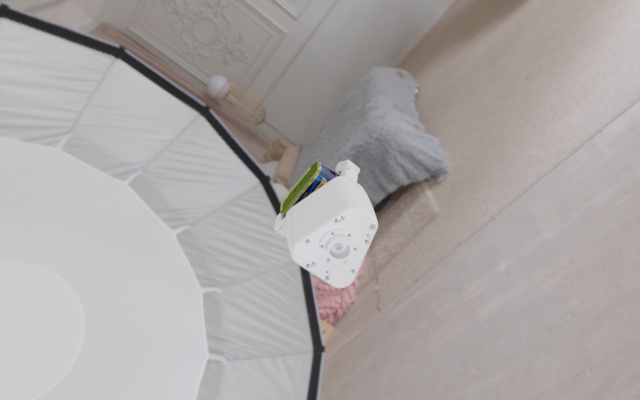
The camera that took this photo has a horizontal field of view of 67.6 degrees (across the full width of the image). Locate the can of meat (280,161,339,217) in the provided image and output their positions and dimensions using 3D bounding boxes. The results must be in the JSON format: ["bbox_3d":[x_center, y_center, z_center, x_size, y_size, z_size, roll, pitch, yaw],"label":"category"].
[{"bbox_3d":[0.000,0.002,0.721,0.084,0.102,0.057,35,18,-17],"label":"can of meat"}]
